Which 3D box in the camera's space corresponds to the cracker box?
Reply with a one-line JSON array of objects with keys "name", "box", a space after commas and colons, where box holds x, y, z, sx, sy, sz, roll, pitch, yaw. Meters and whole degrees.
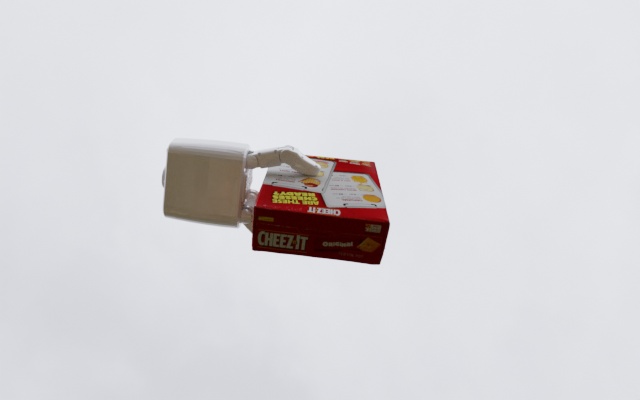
[{"name": "cracker box", "box": [0.000, 0.002, 0.667, 0.164, 0.072, 0.213, 6, 24, -2]}]
